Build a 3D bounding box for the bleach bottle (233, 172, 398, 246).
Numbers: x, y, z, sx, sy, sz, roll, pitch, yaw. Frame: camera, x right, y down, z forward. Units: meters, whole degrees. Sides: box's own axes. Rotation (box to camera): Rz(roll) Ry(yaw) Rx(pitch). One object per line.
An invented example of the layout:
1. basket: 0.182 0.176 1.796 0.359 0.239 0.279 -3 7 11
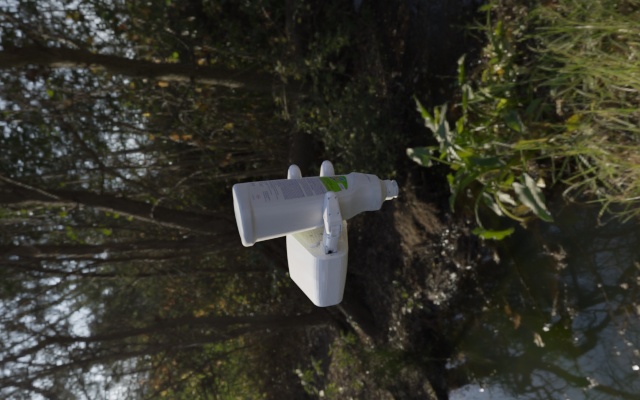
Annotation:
1. bleach bottle: 0.000 0.002 0.721 0.251 0.068 0.102 -8 33 -14
